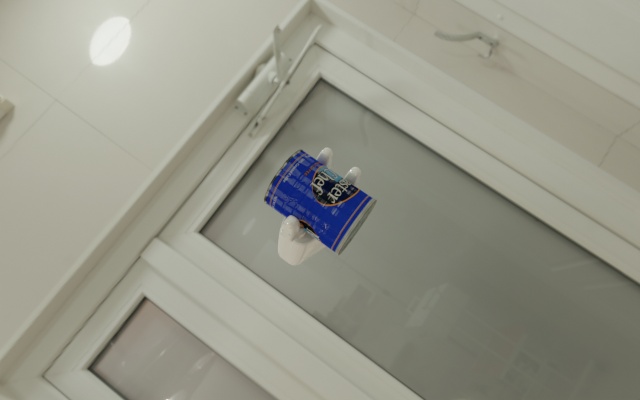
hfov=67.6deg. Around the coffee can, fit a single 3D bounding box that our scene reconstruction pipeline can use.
[{"bbox_3d":[0.000,0.002,0.733,0.140,0.103,0.103,35,6,9],"label":"coffee can"}]
